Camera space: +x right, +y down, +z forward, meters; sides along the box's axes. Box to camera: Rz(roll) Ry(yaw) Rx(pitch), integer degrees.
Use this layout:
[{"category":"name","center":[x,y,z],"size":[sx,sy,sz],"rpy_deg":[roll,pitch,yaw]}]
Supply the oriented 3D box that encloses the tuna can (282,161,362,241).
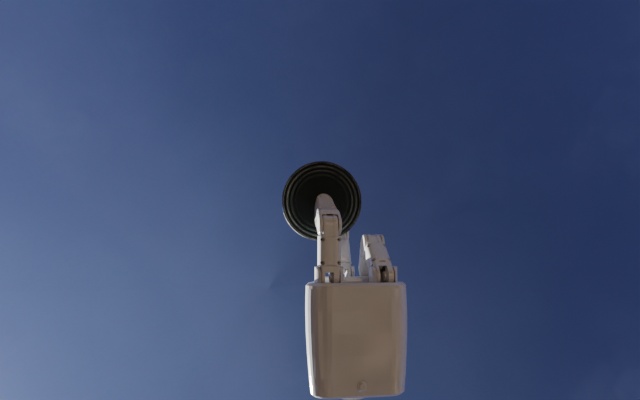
[{"category":"tuna can","center":[0.000,0.002,0.526],"size":[0.086,0.086,0.034],"rpy_deg":[0,-5,-6]}]
